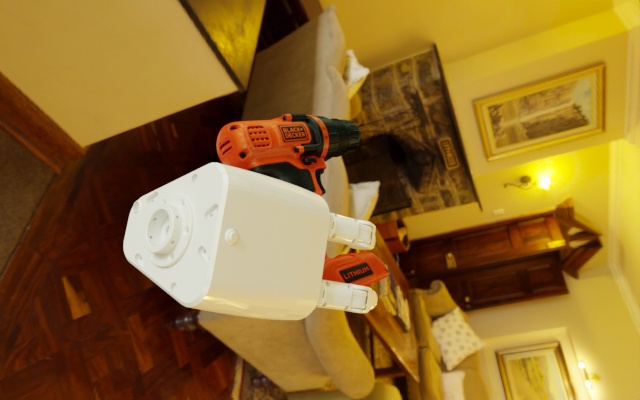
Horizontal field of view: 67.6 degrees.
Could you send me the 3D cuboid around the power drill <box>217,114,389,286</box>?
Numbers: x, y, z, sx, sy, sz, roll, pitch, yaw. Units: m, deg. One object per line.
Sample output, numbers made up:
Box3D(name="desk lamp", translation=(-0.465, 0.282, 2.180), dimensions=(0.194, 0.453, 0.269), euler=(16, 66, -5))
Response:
Box3D(name="power drill", translation=(0.000, 0.002, 0.482), dimensions=(0.184, 0.187, 0.057), euler=(-13, -13, -44))
